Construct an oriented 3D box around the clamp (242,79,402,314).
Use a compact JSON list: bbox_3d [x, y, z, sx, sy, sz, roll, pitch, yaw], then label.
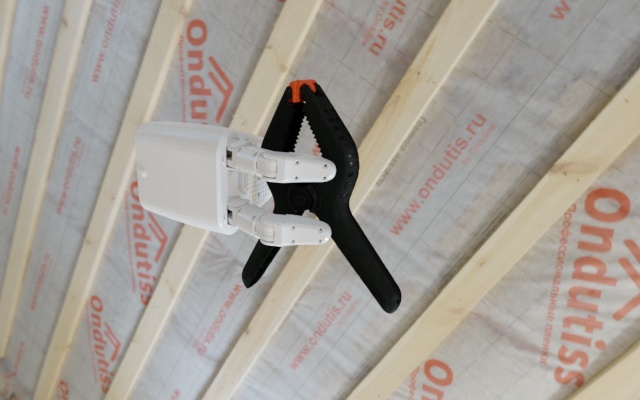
[{"bbox_3d":[0.000,0.001,0.427,0.164,0.210,0.036,11,19,23],"label":"clamp"}]
